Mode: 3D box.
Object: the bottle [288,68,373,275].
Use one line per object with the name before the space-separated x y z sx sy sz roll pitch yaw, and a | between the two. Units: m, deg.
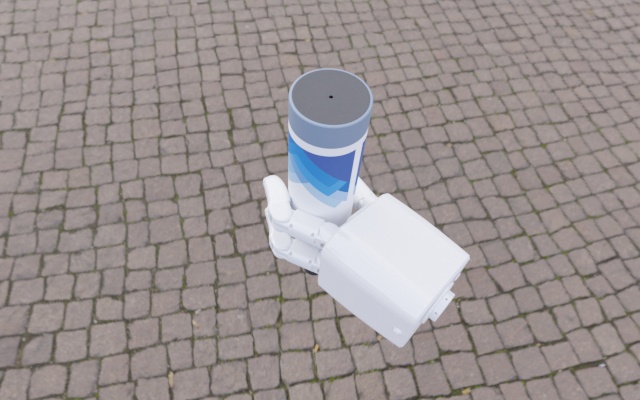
bottle | 0.000 0.001 0.493 0.069 0.069 0.296 0 -34 -4
